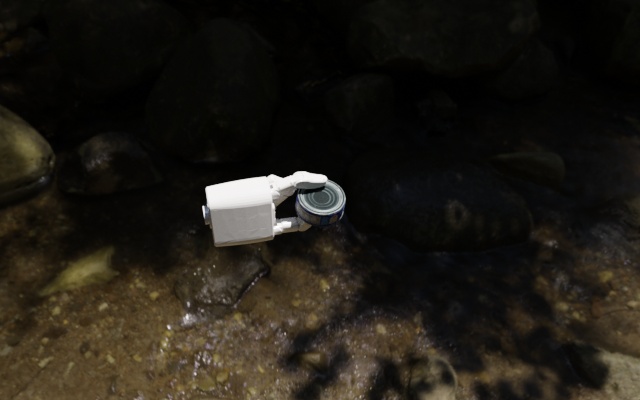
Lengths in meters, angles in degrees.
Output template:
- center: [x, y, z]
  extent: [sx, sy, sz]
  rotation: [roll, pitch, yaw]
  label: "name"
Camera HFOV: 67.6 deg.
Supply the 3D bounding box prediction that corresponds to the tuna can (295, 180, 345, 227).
- center: [0.000, 0.002, 0.833]
  extent: [0.086, 0.086, 0.034]
  rotation: [0, -41, -9]
  label: "tuna can"
